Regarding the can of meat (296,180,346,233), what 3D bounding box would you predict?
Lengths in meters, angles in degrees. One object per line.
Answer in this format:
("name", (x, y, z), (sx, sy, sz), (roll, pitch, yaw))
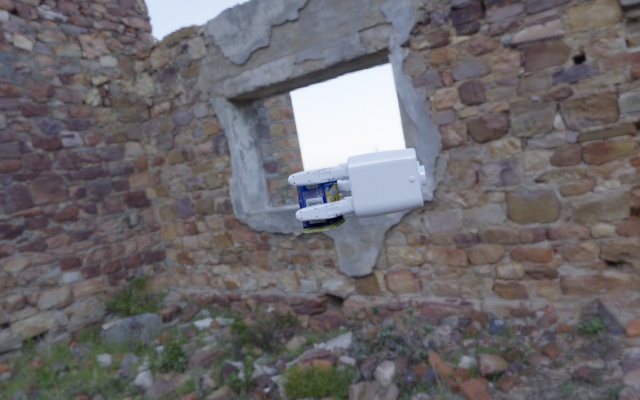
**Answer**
("can of meat", (0.000, 0.002, 0.785), (0.057, 0.084, 0.102), (-8, 4, 17))
